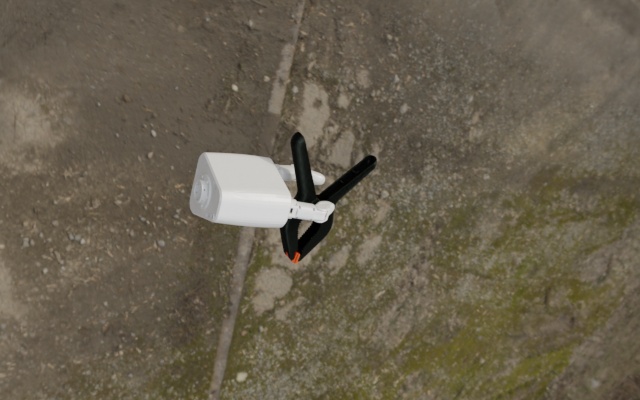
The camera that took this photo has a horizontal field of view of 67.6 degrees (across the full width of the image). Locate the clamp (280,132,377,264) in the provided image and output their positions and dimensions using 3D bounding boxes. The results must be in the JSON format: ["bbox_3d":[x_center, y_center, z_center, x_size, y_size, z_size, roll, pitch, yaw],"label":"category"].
[{"bbox_3d":[0.000,0.003,0.755,0.164,0.210,0.036,4,22,-35],"label":"clamp"}]
